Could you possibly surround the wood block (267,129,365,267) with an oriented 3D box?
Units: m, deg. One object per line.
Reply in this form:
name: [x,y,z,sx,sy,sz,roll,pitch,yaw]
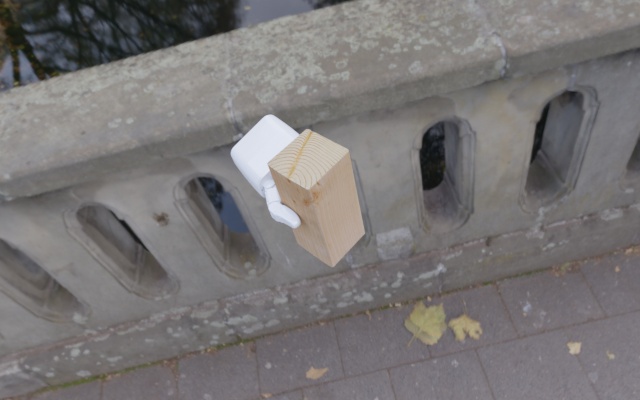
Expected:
wood block: [0.000,0.002,0.763,0.090,0.091,0.206,32,-25,33]
